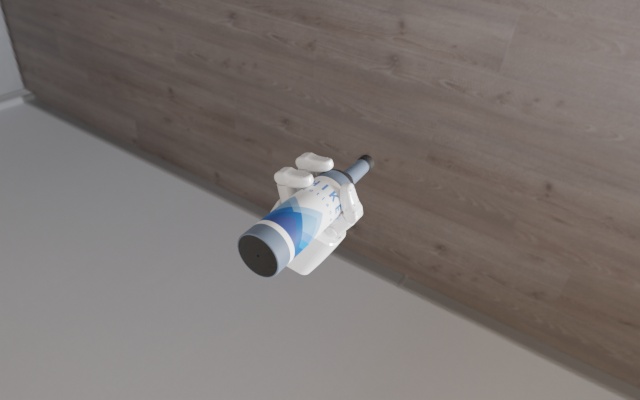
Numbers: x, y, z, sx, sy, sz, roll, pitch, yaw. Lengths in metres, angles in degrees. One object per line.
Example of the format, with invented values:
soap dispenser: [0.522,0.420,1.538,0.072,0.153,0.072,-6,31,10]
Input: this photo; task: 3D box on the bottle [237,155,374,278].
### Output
bottle: [0.000,0.002,0.699,0.069,0.069,0.295,0,27,37]
